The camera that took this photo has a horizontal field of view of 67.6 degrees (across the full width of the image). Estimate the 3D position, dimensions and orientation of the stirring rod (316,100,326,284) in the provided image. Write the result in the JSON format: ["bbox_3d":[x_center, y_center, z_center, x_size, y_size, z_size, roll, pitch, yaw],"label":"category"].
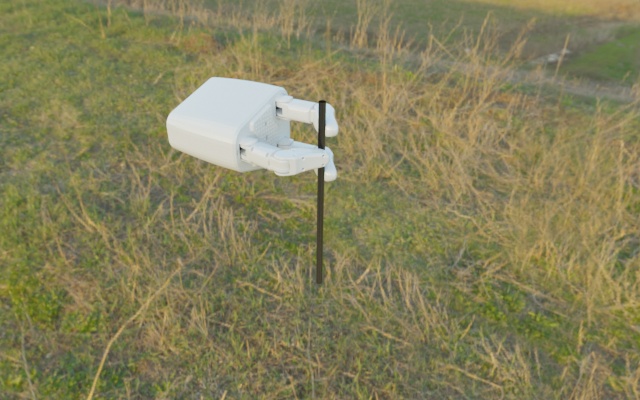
[{"bbox_3d":[0.000,0.002,0.550,0.011,0.240,0.011,1,31,0],"label":"stirring rod"}]
